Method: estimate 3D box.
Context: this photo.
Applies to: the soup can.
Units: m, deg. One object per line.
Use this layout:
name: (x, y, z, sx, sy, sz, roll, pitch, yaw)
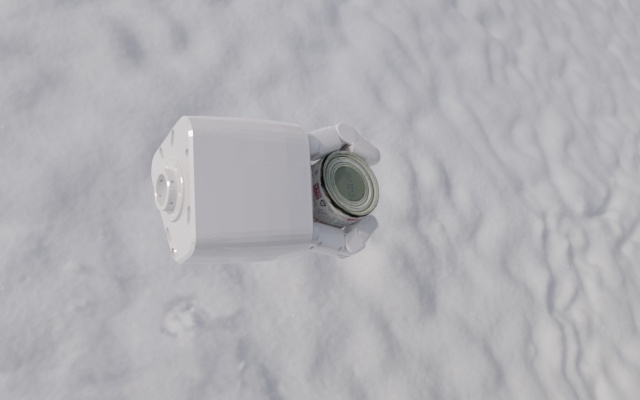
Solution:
soup can: (0.001, 0.002, 0.470, 0.068, 0.068, 0.102, 0, -21, -37)
